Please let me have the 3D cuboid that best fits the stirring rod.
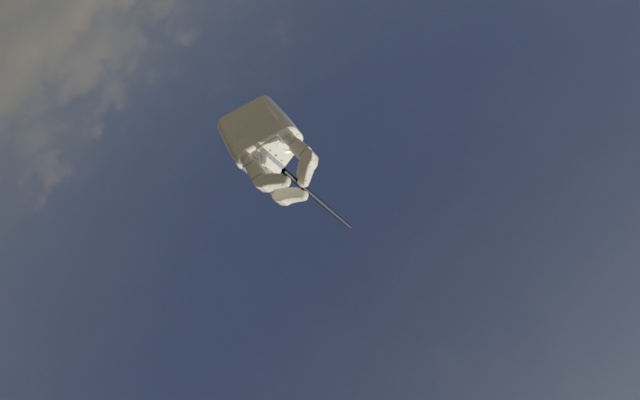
[{"bbox_3d":[0.000,0.003,0.799,0.011,0.011,0.240,0,-23,30],"label":"stirring rod"}]
